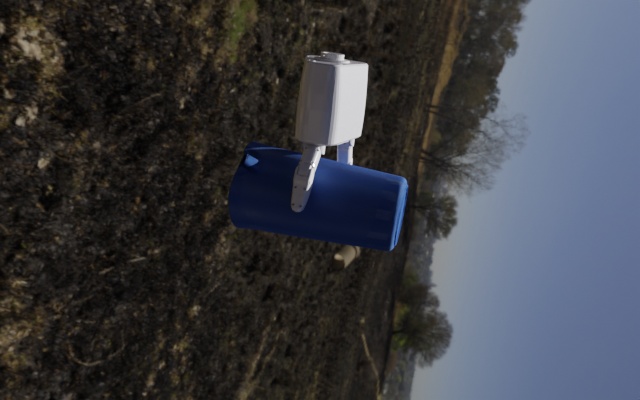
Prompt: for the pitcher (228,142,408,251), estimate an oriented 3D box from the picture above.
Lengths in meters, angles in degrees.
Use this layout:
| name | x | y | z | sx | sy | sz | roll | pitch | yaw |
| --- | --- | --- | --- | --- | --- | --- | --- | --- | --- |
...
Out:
| name | x | y | z | sx | sy | sz | roll | pitch | yaw |
| --- | --- | --- | --- | --- | --- | --- | --- | --- | --- |
| pitcher | 0.000 | 0.002 | 0.709 | 0.243 | 0.145 | 0.149 | 12 | 19 | 13 |
